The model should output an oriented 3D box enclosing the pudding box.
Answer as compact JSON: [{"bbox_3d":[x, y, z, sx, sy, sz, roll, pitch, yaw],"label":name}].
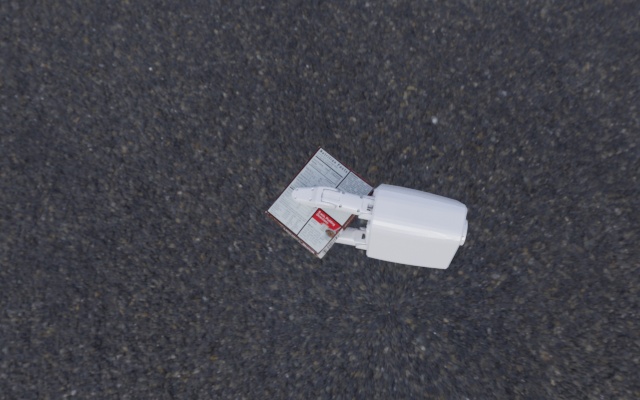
[{"bbox_3d":[0.000,0.002,0.604,0.090,0.113,0.039,39,-7,11],"label":"pudding box"}]
